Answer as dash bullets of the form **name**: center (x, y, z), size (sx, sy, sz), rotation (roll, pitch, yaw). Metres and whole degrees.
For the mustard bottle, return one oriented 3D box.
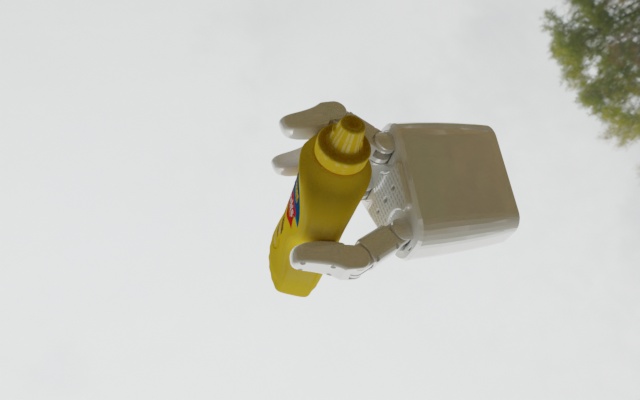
- **mustard bottle**: center (0.000, 0.001, 0.405), size (0.058, 0.096, 0.192), rotation (15, -38, -7)
